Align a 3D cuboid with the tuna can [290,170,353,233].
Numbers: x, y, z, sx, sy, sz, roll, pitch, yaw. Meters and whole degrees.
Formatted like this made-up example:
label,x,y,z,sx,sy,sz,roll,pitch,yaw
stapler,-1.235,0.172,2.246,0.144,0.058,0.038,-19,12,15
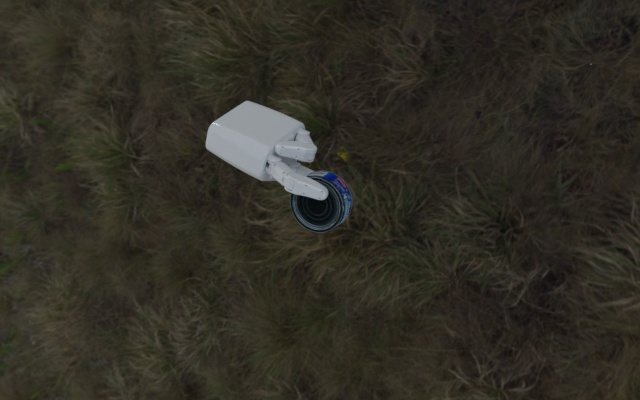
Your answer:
label,x,y,z,sx,sy,sz,roll,pitch,yaw
tuna can,0.000,0.002,0.681,0.086,0.086,0.033,0,17,24
